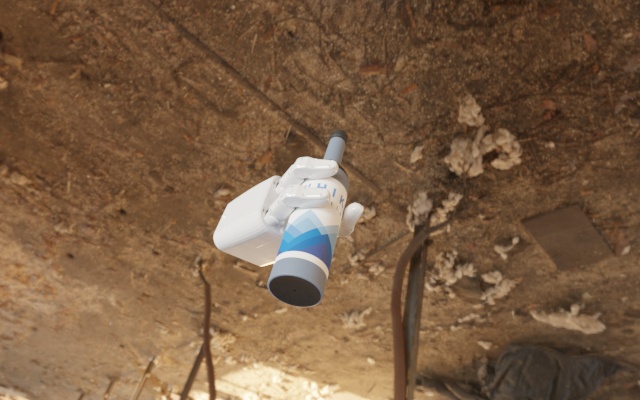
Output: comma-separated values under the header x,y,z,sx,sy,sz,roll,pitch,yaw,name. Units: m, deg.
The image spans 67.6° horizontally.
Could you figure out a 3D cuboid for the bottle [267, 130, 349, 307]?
x,y,z,sx,sy,sz,roll,pitch,yaw,name
0.000,0.002,0.652,0.069,0.295,0.069,8,-44,8,bottle
